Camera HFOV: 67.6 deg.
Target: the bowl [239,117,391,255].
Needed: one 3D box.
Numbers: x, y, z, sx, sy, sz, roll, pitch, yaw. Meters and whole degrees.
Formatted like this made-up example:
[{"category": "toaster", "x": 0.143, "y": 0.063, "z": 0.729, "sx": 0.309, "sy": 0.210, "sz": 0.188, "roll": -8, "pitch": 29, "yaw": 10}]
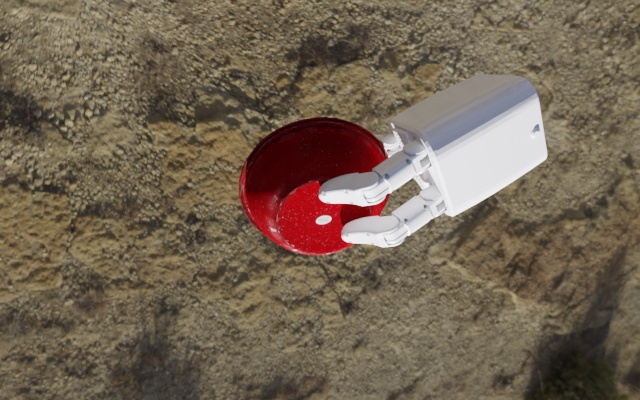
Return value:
[{"category": "bowl", "x": -0.001, "y": 0.003, "z": 0.477, "sx": 0.162, "sy": 0.162, "sz": 0.055, "roll": 0, "pitch": 35, "yaw": -10}]
